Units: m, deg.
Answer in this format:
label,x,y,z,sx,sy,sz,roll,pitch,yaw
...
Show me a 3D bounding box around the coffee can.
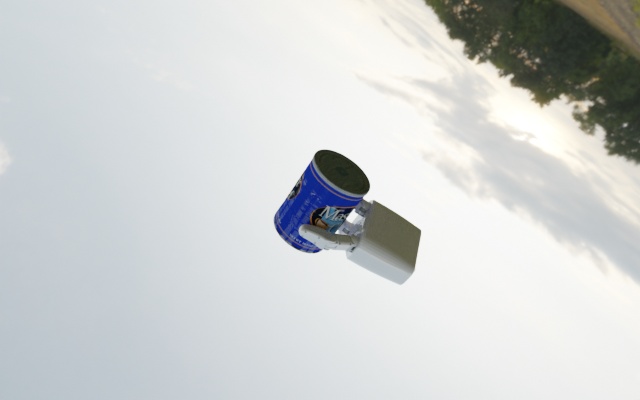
label,x,y,z,sx,sy,sz,roll,pitch,yaw
coffee can,0.000,0.002,0.775,0.103,0.102,0.140,0,-44,-44
